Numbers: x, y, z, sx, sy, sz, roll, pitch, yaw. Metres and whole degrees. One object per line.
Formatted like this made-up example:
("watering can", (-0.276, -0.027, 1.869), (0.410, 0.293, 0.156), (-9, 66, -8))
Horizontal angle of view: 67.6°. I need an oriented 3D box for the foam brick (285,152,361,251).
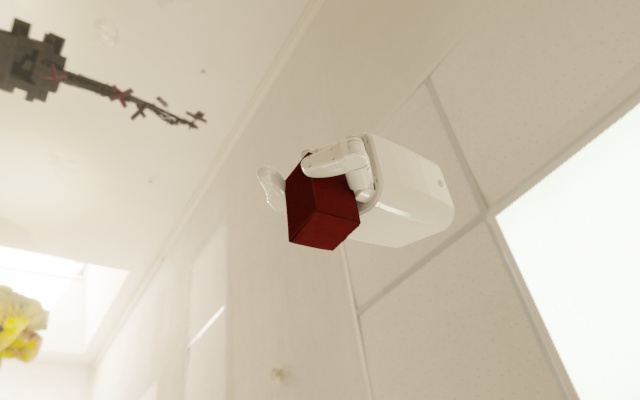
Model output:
("foam brick", (0.000, 0.002, 0.470), (0.051, 0.078, 0.053), (18, -45, -28))
